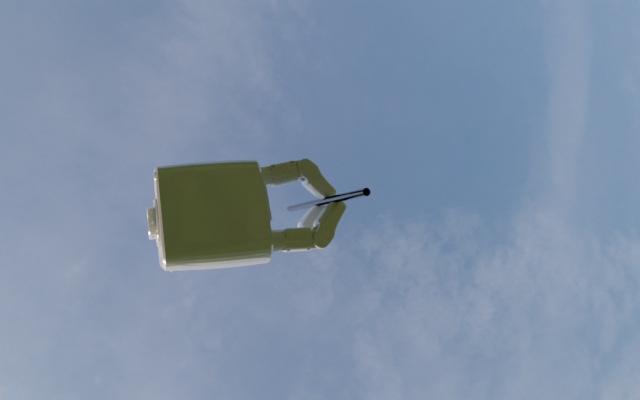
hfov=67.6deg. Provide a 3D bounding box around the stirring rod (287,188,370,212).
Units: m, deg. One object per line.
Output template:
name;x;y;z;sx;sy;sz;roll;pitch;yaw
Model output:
stirring rod;0.000;0.002;0.559;0.011;0.011;0.239;0;-5;-21
